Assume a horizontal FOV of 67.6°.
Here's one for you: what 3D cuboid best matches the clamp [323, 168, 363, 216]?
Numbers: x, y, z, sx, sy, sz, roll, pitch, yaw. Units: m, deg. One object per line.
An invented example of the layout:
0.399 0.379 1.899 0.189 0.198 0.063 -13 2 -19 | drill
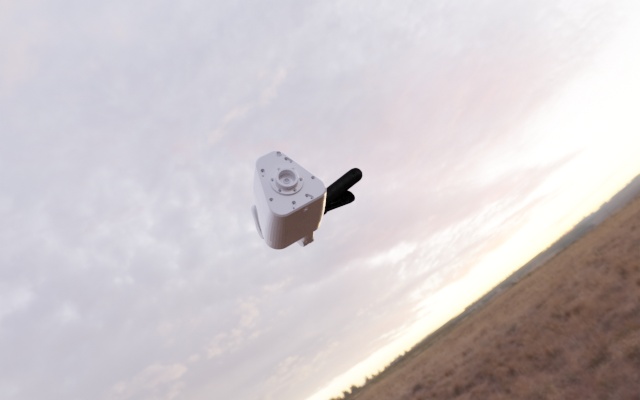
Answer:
0.000 0.002 0.815 0.171 0.039 0.120 -29 -23 -22 | clamp
